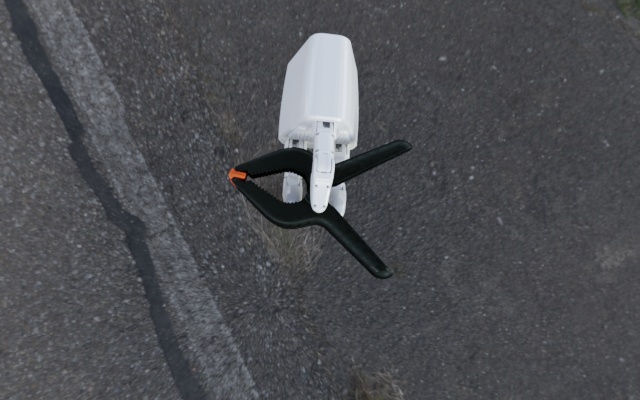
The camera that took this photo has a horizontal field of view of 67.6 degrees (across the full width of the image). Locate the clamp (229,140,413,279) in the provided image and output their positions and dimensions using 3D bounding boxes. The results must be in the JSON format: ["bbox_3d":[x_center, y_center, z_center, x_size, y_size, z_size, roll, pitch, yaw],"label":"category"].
[{"bbox_3d":[0.000,0.001,0.545,0.210,0.164,0.036,5,-11,-5],"label":"clamp"}]
